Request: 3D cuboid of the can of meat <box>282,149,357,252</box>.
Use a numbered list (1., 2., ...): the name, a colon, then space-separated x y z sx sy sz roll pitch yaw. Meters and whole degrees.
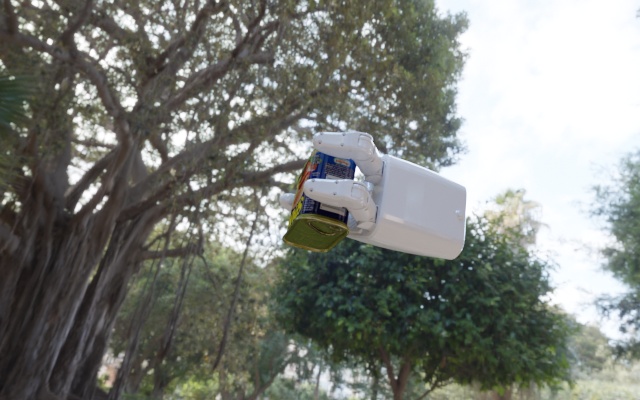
1. can of meat: 0.000 0.001 0.527 0.057 0.084 0.102 16 -24 -10
